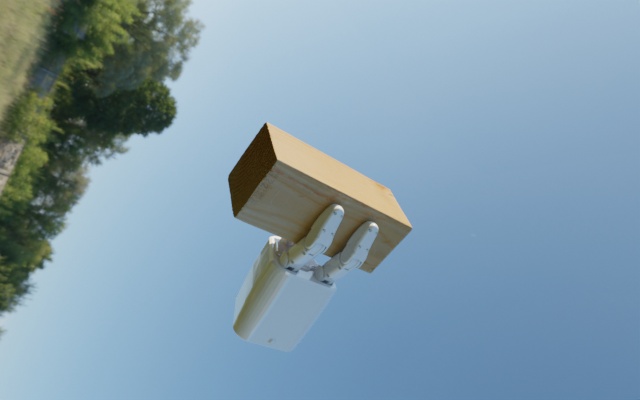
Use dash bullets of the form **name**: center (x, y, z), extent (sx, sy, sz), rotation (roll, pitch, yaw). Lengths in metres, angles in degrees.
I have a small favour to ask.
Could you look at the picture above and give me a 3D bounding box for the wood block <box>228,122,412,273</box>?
- **wood block**: center (0.000, 0.002, 0.593), extent (0.206, 0.090, 0.090), rotation (26, 25, -31)
